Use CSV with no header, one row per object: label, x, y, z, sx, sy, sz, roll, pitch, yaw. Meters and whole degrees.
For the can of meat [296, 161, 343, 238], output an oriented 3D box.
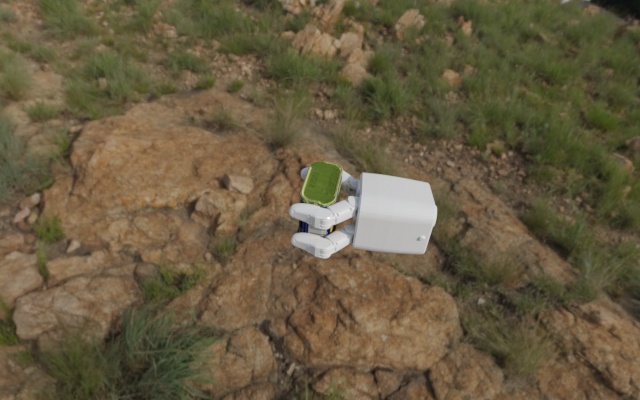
can of meat,0.000,0.002,0.711,0.057,0.084,0.102,10,42,5
